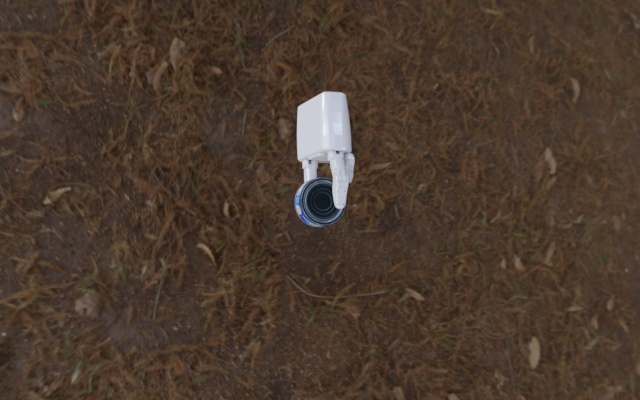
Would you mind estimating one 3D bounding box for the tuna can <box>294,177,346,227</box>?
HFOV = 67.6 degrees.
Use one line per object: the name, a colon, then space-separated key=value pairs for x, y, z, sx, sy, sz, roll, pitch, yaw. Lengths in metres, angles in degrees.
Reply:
tuna can: x=0.000 y=0.003 z=0.829 sx=0.086 sy=0.086 sz=0.034 roll=0 pitch=-5 yaw=-20
